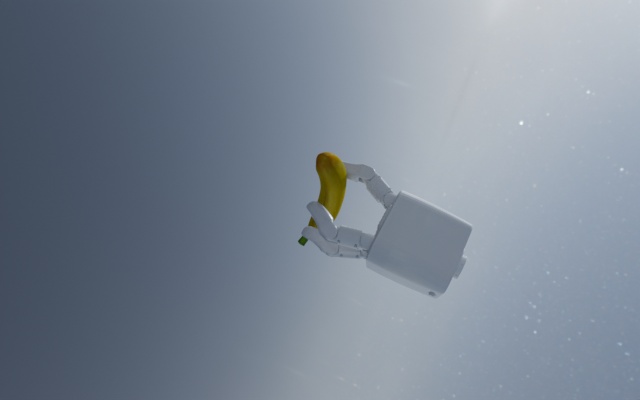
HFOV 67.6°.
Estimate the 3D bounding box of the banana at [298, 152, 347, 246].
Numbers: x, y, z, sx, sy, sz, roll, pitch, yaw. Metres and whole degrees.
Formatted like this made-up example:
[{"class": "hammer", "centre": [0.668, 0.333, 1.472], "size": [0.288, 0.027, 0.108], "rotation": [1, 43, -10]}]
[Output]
[{"class": "banana", "centre": [0.009, -0.007, 0.664], "size": [0.037, 0.198, 0.069], "rotation": [30, 53, 14]}]
